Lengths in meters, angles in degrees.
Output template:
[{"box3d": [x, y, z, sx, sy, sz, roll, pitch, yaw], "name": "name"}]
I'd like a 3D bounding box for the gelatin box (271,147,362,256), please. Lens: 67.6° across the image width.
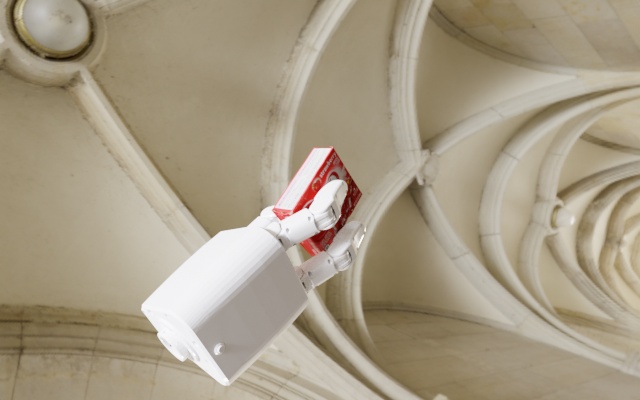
[{"box3d": [0.000, 0.001, 0.487, 0.030, 0.089, 0.073, 5, -37, 41], "name": "gelatin box"}]
